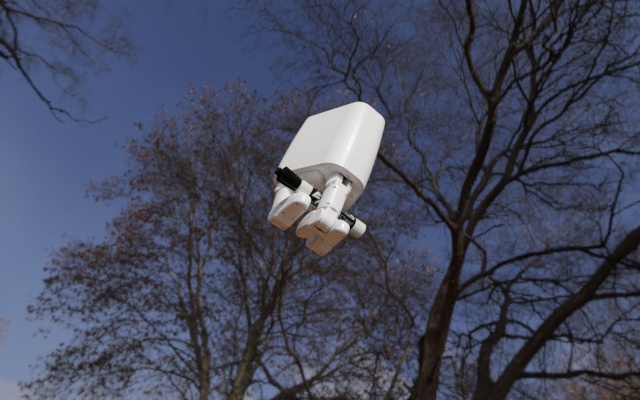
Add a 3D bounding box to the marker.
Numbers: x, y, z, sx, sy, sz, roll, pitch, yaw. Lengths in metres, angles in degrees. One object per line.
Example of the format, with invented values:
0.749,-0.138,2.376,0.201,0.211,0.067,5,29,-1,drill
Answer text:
0.000,0.002,0.522,0.121,0.020,0.020,36,-14,-20,marker
